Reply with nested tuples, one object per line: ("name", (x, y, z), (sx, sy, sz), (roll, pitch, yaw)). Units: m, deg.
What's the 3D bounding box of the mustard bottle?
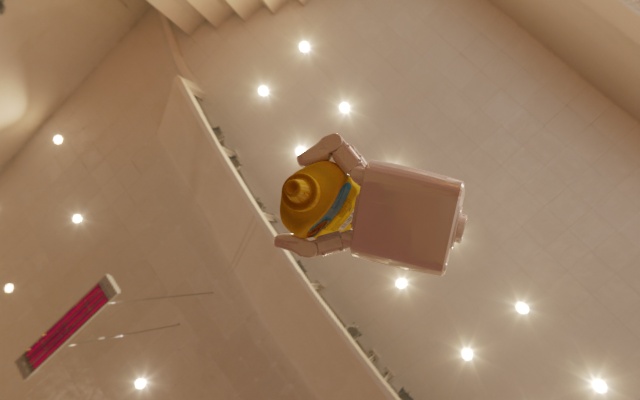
("mustard bottle", (0.000, 0.002, 0.571), (0.058, 0.096, 0.191), (40, 5, 18))
